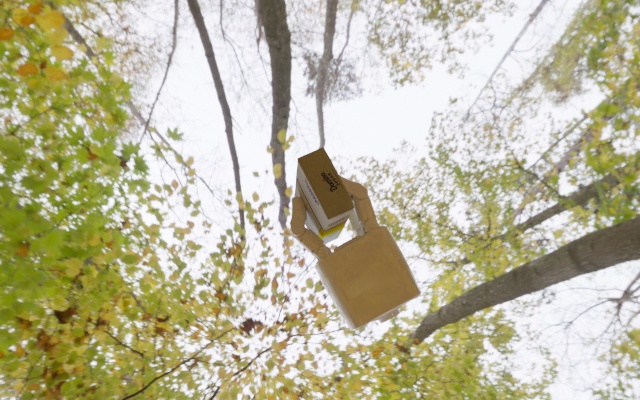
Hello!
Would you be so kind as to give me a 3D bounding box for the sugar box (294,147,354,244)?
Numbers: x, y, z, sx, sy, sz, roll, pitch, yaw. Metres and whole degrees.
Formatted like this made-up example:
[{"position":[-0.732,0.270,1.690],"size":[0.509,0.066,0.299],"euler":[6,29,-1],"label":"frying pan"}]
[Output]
[{"position":[0.001,0.002,0.683],"size":[0.048,0.093,0.176],"euler":[-24,-13,-14],"label":"sugar box"}]
